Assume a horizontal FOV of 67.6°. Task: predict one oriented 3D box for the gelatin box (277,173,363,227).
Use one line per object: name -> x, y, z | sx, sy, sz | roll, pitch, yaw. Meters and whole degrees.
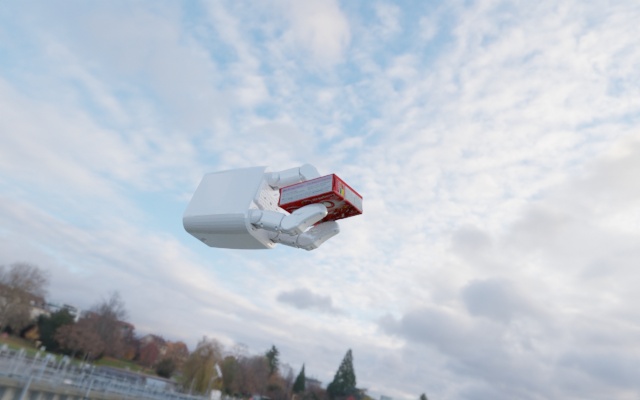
gelatin box -> 0.000, 0.002, 0.625 | 0.089, 0.030, 0.073 | -15, -32, 30
